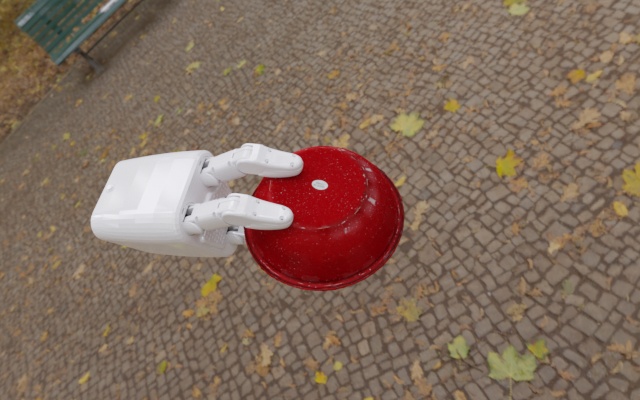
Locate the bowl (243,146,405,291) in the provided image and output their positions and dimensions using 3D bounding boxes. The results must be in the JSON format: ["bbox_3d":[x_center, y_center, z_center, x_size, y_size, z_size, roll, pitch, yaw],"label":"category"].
[{"bbox_3d":[0.001,0.001,0.457,0.162,0.162,0.055,0,-33,7],"label":"bowl"}]
